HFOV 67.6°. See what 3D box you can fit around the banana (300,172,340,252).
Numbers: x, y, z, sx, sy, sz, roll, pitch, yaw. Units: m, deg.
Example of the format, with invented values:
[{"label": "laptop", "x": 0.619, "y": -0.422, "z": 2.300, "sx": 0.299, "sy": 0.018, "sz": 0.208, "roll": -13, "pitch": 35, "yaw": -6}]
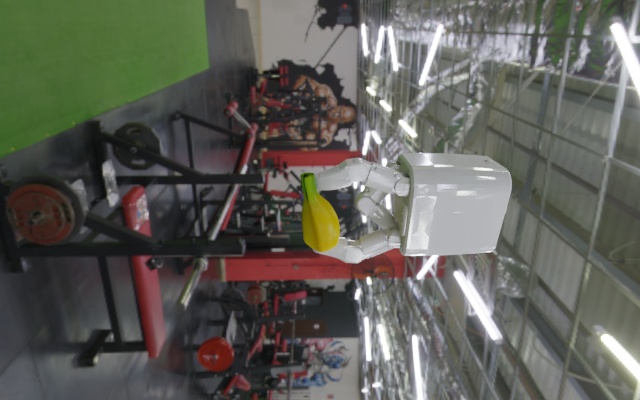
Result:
[{"label": "banana", "x": 0.000, "y": 0.020, "z": 0.502, "sx": 0.037, "sy": 0.069, "sz": 0.198, "roll": 0, "pitch": -7, "yaw": -1}]
